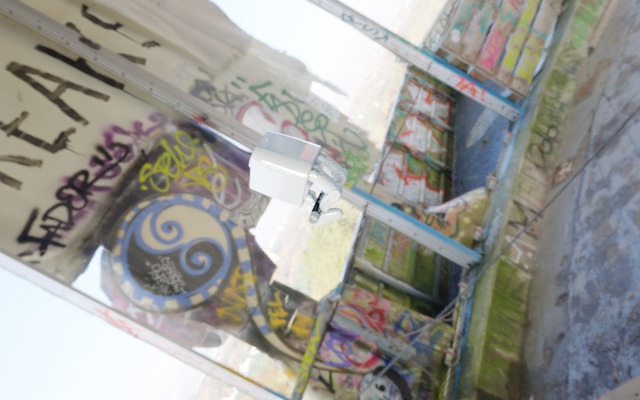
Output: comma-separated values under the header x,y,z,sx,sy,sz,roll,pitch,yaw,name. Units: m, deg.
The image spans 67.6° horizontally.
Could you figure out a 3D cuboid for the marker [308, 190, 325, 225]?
x,y,z,sx,sy,sz,roll,pitch,yaw,name
0.000,0.003,0.887,0.020,0.020,0.121,0,32,16,marker
